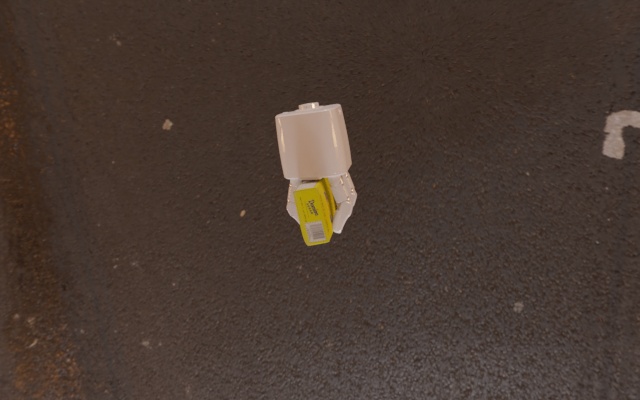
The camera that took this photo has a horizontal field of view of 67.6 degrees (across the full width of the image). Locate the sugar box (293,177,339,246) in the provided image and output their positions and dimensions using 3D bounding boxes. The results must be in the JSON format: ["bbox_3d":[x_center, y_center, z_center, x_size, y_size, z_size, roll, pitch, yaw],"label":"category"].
[{"bbox_3d":[0.001,0.003,0.825,0.048,0.093,0.176,-9,15,14],"label":"sugar box"}]
